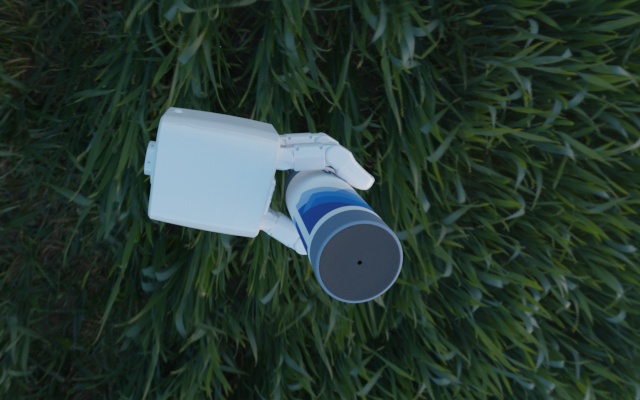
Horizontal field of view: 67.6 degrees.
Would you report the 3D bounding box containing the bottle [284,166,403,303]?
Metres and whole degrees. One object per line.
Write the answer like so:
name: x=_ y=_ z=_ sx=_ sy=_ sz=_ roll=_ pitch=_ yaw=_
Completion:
bottle: x=0.000 y=0.002 z=0.485 sx=0.069 sy=0.069 sz=0.295 roll=0 pitch=17 yaw=-12
